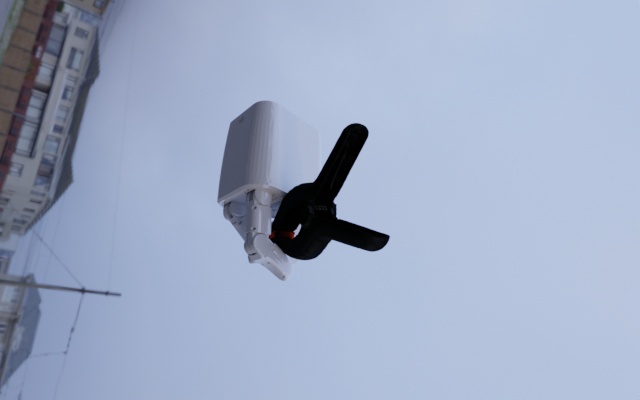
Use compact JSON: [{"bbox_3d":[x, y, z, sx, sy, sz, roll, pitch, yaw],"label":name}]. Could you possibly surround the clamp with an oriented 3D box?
[{"bbox_3d":[0.000,0.002,0.471,0.039,0.120,0.171,16,-23,-36],"label":"clamp"}]
